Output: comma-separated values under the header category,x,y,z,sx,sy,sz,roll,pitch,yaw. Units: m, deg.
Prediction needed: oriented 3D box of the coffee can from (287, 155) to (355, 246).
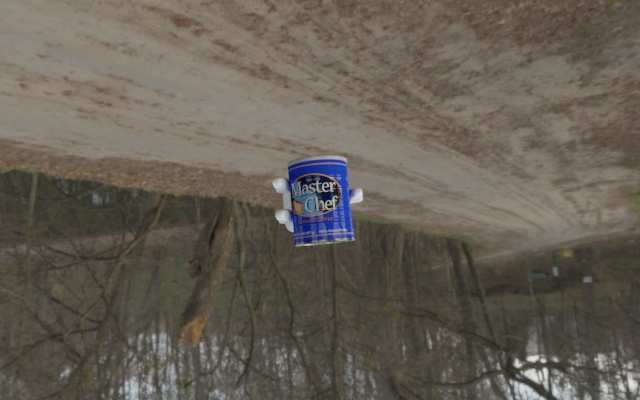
category,x,y,z,sx,sy,sz,roll,pitch,yaw
coffee can,0.000,0.002,0.810,0.103,0.140,0.103,-5,-7,-1
